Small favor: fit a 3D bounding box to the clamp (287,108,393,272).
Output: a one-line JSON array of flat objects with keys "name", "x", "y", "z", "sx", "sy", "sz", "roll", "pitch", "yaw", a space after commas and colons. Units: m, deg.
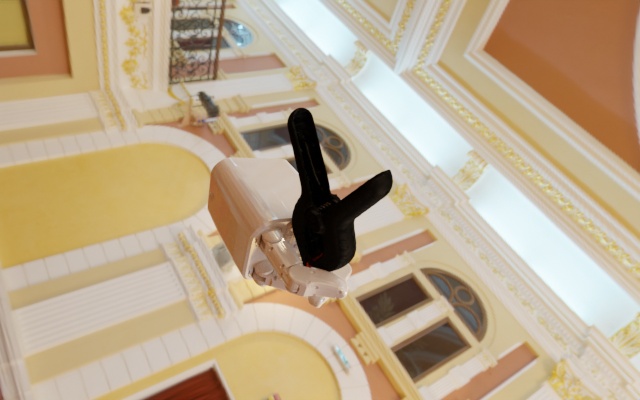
[{"name": "clamp", "x": 0.001, "y": 0.001, "z": 0.445, "sx": 0.039, "sy": 0.120, "sz": 0.172, "roll": -17, "pitch": -35, "yaw": -31}]
